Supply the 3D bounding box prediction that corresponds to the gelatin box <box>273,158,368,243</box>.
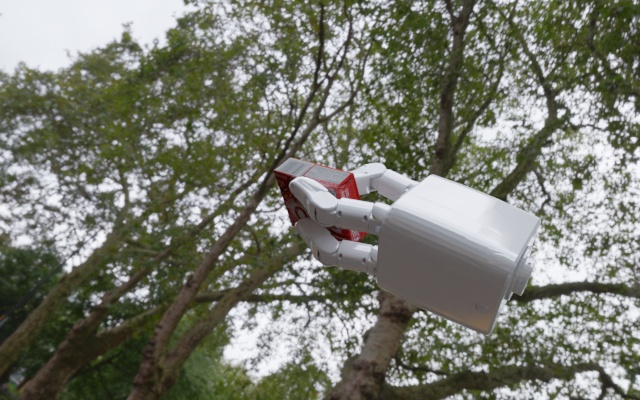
[{"bbox_3d":[0.000,0.001,0.478,0.089,0.073,0.030,18,46,39],"label":"gelatin box"}]
